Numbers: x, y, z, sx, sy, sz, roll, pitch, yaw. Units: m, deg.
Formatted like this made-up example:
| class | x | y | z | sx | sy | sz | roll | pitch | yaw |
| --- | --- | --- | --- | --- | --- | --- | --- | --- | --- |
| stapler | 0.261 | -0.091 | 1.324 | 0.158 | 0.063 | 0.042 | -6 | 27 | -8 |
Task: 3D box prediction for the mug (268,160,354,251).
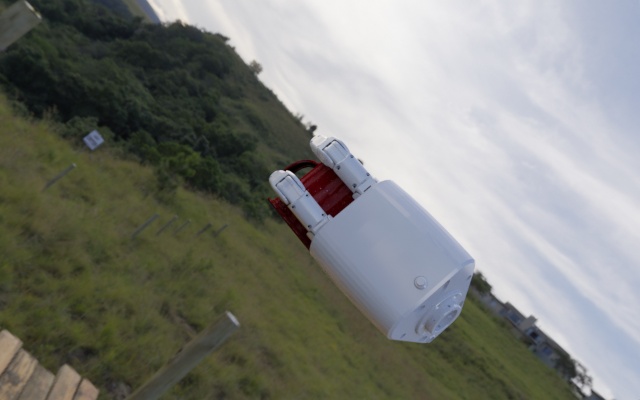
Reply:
| class | x | y | z | sx | sy | sz | roll | pitch | yaw |
| --- | --- | --- | --- | --- | --- | --- | --- | --- | --- |
| mug | -0.001 | 0.001 | 0.491 | 0.117 | 0.081 | 0.093 | 47 | -6 | 34 |
